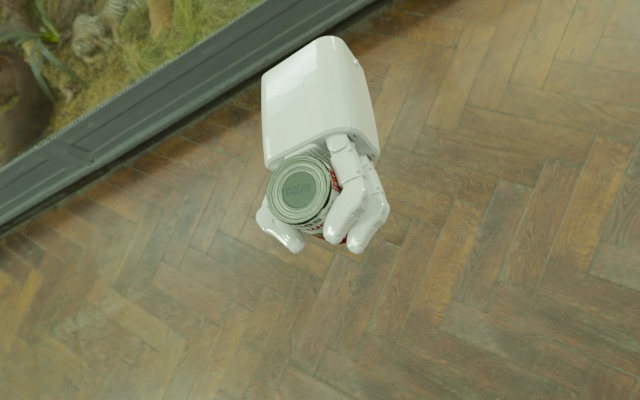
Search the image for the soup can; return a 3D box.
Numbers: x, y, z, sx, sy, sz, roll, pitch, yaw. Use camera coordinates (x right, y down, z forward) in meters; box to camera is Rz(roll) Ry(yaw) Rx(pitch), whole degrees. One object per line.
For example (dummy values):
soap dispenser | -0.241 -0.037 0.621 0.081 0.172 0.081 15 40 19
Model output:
soup can | 0.000 0.002 0.472 0.068 0.068 0.102 0 -14 25
